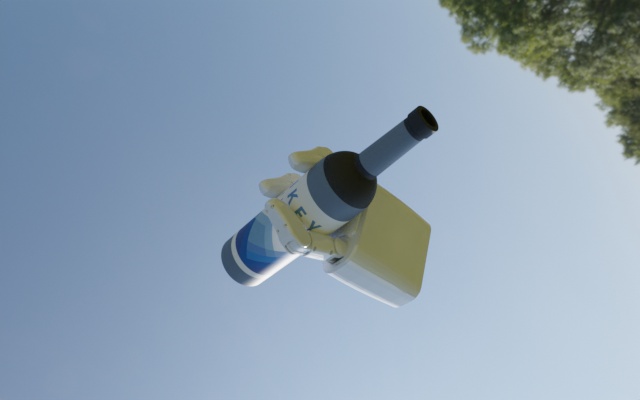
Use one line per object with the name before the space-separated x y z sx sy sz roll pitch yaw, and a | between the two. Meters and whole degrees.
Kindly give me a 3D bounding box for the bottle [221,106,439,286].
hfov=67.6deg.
bottle | 0.000 0.002 0.500 0.069 0.069 0.296 0 -30 -47
